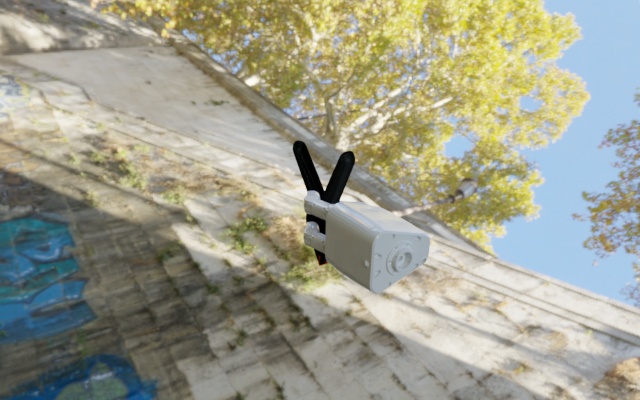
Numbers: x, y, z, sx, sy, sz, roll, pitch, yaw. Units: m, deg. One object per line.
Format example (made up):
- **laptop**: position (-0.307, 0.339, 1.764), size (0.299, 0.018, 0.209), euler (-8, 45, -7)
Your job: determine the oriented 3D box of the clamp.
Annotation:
- **clamp**: position (0.001, 0.003, 0.790), size (0.036, 0.210, 0.164), euler (-11, 24, -29)
